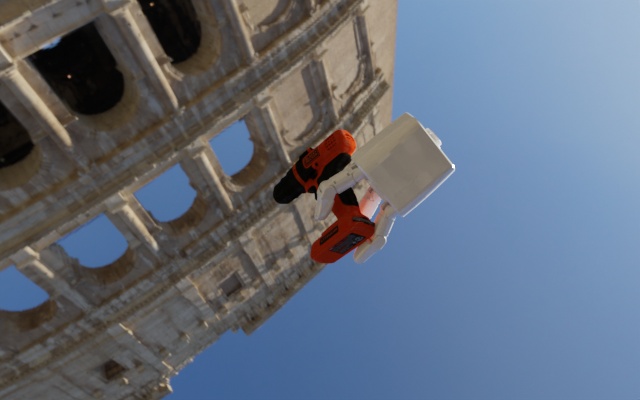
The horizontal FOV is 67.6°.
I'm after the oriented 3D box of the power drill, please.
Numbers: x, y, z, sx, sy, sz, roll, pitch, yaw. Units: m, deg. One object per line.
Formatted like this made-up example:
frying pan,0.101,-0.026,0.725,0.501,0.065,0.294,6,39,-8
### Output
power drill,0.000,0.003,0.767,0.057,0.187,0.184,16,-45,-43
